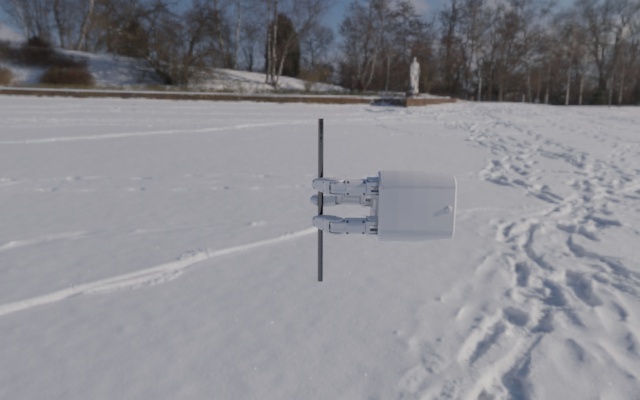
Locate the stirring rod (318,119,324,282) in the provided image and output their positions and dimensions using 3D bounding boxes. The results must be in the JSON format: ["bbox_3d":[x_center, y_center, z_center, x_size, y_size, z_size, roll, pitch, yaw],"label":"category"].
[{"bbox_3d":[0.000,0.002,0.698,0.011,0.239,0.011,0,10,0],"label":"stirring rod"}]
